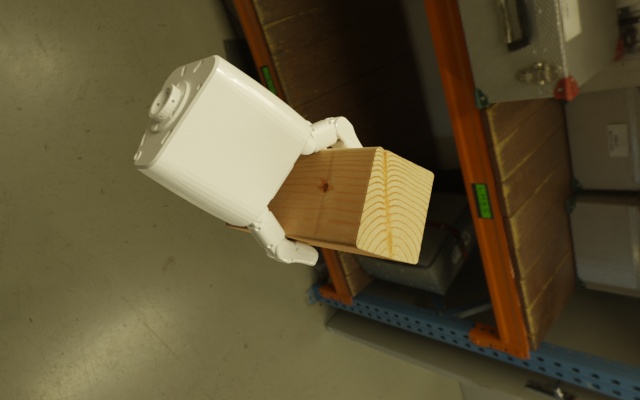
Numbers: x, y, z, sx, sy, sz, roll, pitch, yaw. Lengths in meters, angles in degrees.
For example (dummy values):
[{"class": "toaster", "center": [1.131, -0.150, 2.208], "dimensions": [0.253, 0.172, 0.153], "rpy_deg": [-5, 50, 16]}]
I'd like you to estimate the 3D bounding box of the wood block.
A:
[{"class": "wood block", "center": [0.000, 0.002, 0.499], "dimensions": [0.090, 0.091, 0.206], "rpy_deg": [19, -9, -41]}]
